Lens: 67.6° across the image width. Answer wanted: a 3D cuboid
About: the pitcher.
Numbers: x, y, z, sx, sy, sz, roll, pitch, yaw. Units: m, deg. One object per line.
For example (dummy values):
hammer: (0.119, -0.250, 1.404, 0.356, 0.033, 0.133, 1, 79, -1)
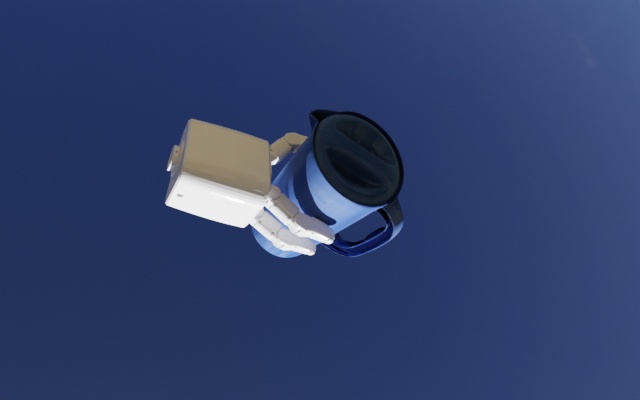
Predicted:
pitcher: (0.000, 0.002, 0.666, 0.145, 0.149, 0.243, 15, -31, -24)
